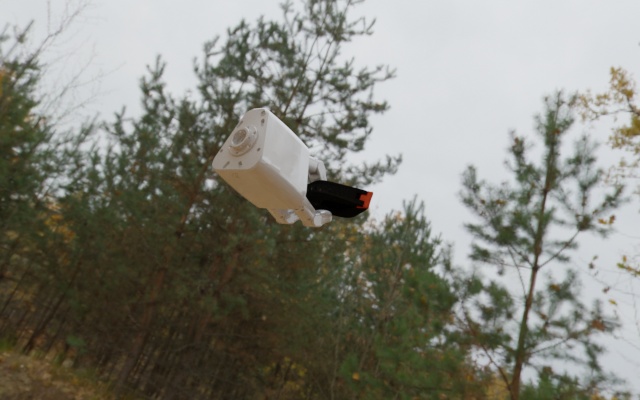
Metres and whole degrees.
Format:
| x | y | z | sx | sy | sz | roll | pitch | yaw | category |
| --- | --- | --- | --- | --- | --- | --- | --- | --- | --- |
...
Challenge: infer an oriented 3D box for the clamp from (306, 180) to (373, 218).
| x | y | z | sx | sy | sz | roll | pitch | yaw | category |
| --- | --- | --- | --- | --- | --- | --- | --- | --- | --- |
| 0.001 | 0.002 | 0.783 | 0.210 | 0.036 | 0.165 | 4 | -24 | 36 | clamp |
